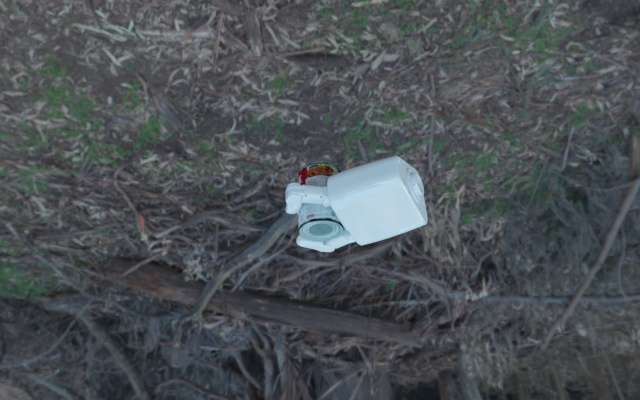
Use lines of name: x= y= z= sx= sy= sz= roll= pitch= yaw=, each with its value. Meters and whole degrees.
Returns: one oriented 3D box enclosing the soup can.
soup can: x=0.000 y=0.003 z=0.719 sx=0.068 sy=0.102 sz=0.068 roll=-2 pitch=-32 yaw=-1
